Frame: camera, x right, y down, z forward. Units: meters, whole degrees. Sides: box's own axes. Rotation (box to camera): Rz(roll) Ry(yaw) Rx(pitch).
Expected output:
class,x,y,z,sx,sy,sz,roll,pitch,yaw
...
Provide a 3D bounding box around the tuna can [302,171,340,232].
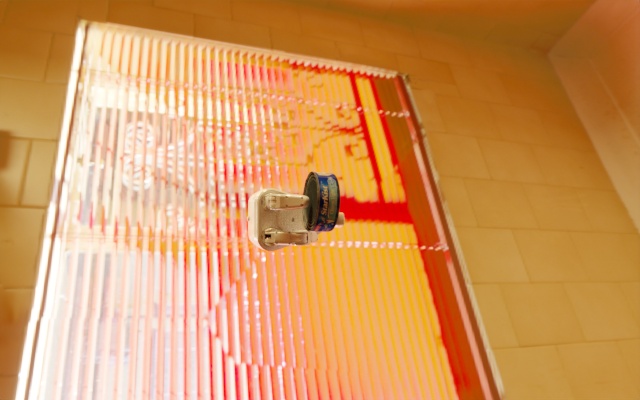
class,x,y,z,sx,sy,sz,roll,pitch,yaw
tuna can,0.001,0.002,0.682,0.034,0.086,0.086,3,-1,-16
